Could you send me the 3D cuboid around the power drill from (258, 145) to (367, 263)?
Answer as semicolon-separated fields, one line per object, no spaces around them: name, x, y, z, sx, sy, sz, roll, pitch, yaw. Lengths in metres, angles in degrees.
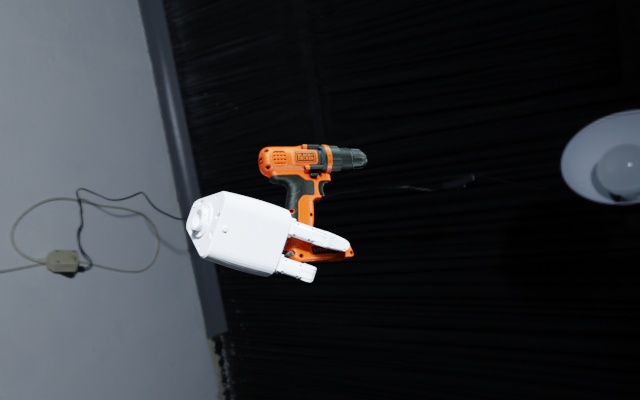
power drill;0.000;0.003;0.752;0.184;0.187;0.057;-3;-14;-22
